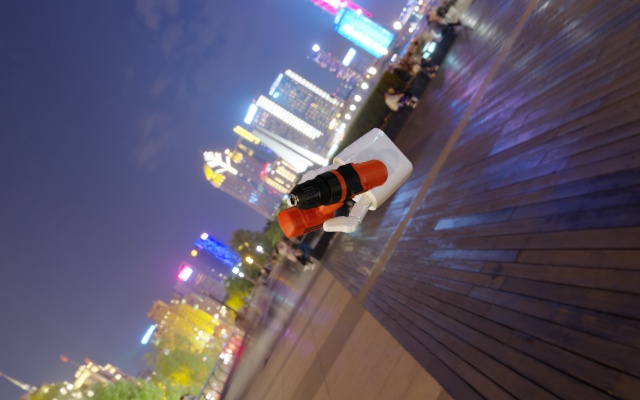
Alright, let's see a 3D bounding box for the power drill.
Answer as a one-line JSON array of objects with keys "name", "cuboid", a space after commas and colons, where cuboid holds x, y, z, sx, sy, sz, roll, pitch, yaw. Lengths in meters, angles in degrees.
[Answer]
[{"name": "power drill", "cuboid": [0.000, 0.003, 0.790, 0.184, 0.057, 0.188, -17, -12, -34]}]
